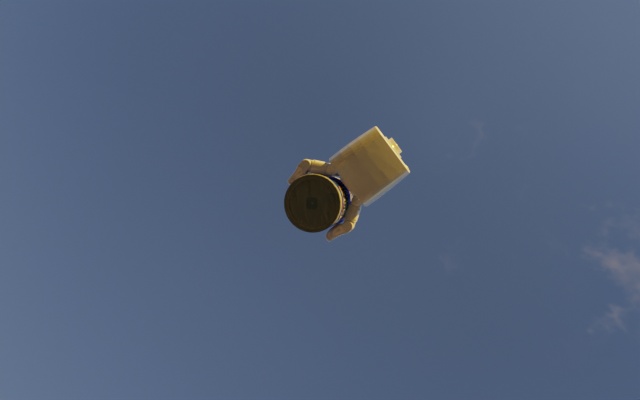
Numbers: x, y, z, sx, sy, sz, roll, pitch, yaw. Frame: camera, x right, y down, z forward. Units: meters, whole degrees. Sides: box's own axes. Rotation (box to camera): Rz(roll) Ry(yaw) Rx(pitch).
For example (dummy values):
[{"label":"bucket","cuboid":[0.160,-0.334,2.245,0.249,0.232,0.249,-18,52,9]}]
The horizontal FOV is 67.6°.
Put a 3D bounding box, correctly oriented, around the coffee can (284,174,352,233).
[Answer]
[{"label":"coffee can","cuboid":[0.000,0.003,0.896,0.103,0.103,0.140,0,2,12]}]
